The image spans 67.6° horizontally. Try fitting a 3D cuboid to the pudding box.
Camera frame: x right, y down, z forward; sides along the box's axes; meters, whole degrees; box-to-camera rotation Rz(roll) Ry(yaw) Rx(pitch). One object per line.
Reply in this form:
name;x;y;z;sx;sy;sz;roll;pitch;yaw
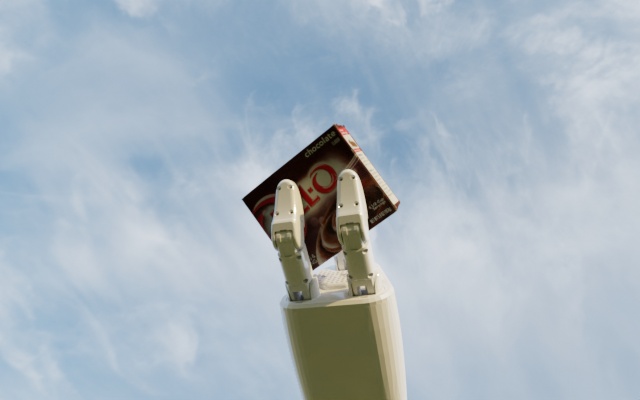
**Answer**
pudding box;0.000;0.001;0.424;0.113;0.090;0.039;-37;-3;17
